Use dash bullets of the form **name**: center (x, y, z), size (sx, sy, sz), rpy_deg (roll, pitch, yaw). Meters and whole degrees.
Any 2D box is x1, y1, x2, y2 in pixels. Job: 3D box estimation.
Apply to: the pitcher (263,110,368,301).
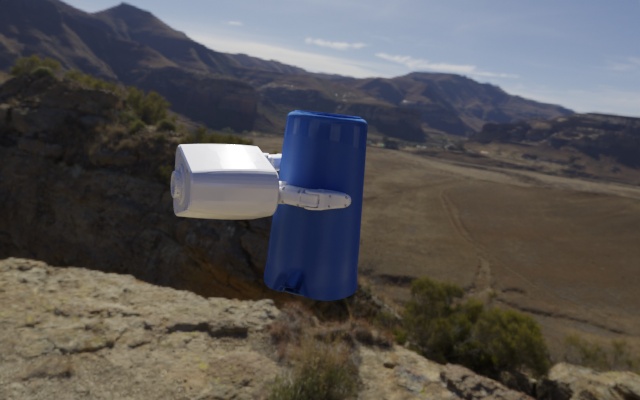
- **pitcher**: center (0.000, 0.002, 0.664), size (0.145, 0.243, 0.149), rpy_deg (1, 13, -26)
